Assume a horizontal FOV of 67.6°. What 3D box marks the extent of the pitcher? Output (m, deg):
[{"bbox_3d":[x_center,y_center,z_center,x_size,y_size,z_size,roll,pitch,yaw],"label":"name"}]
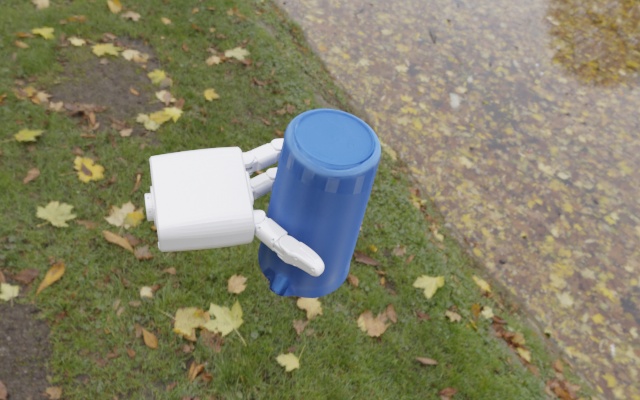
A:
[{"bbox_3d":[0.000,0.002,0.610,0.145,0.149,0.243,-5,-39,-17],"label":"pitcher"}]
